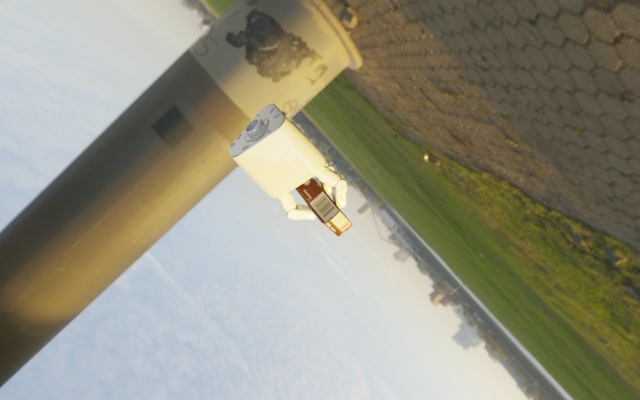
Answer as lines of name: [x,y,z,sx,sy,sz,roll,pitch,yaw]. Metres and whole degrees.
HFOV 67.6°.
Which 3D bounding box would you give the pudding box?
pudding box: [0.000,0.003,0.837,0.039,0.113,0.090,-39,-25,3]
